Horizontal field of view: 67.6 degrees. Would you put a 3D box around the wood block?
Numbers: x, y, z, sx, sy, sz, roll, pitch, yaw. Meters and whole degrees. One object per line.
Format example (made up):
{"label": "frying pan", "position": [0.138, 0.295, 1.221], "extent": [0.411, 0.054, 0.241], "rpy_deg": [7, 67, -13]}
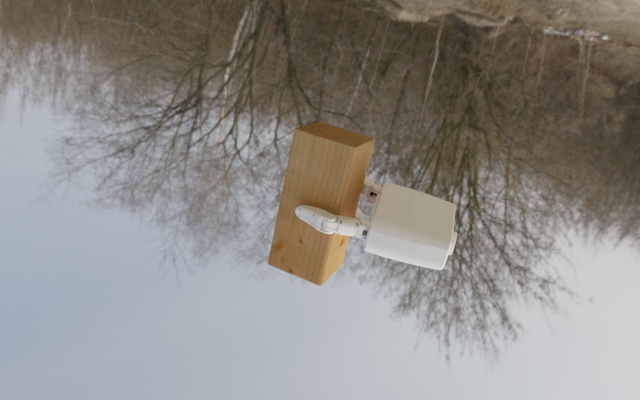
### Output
{"label": "wood block", "position": [0.000, 0.003, 0.686], "extent": [0.090, 0.206, 0.091], "rpy_deg": [20, 21, 19]}
